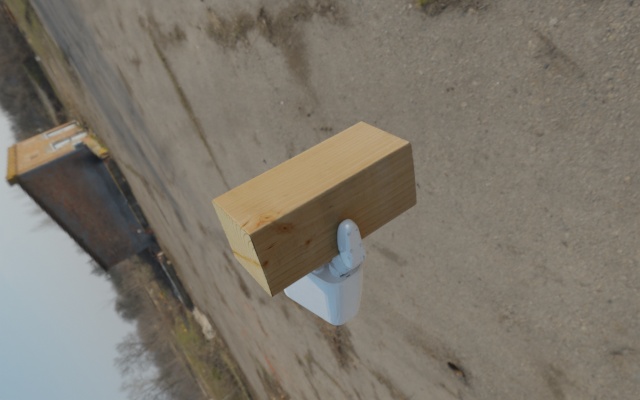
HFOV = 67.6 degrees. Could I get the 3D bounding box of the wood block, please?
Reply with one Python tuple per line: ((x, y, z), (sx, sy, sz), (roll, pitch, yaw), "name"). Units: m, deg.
((0.000, 0.002, 0.537), (0.206, 0.090, 0.090), (-31, 39, -22), "wood block")
